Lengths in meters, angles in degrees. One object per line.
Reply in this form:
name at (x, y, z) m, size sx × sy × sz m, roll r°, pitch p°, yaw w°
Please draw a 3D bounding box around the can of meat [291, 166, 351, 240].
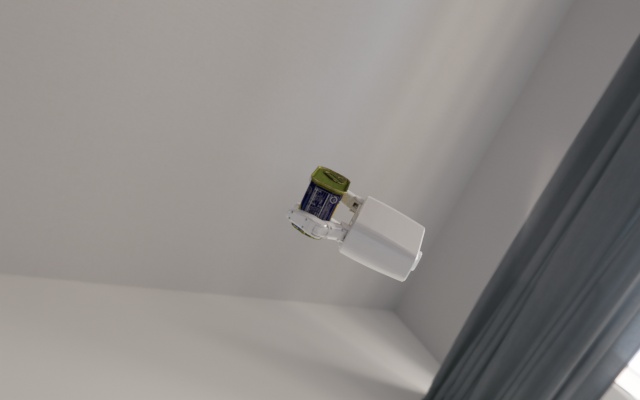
can of meat at (0.000, 0.003, 0.726) m, size 0.057 × 0.084 × 0.102 m, roll 26°, pitch 16°, yaw 1°
